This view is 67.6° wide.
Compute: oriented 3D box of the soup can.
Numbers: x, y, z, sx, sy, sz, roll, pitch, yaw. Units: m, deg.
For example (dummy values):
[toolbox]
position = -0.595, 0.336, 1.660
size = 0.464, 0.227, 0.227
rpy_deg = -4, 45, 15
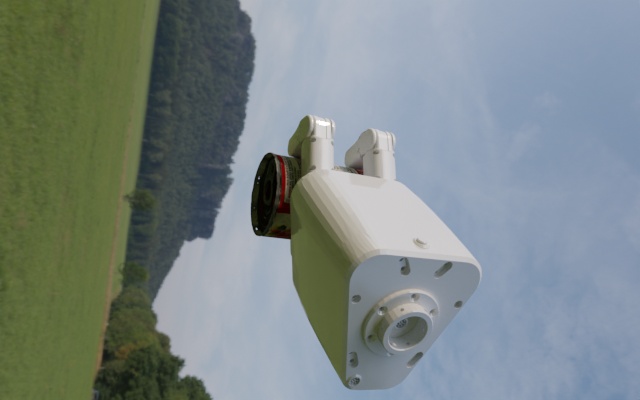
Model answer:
[soup can]
position = 0.000, 0.001, 0.401
size = 0.102, 0.068, 0.068
rpy_deg = 8, -3, -23
